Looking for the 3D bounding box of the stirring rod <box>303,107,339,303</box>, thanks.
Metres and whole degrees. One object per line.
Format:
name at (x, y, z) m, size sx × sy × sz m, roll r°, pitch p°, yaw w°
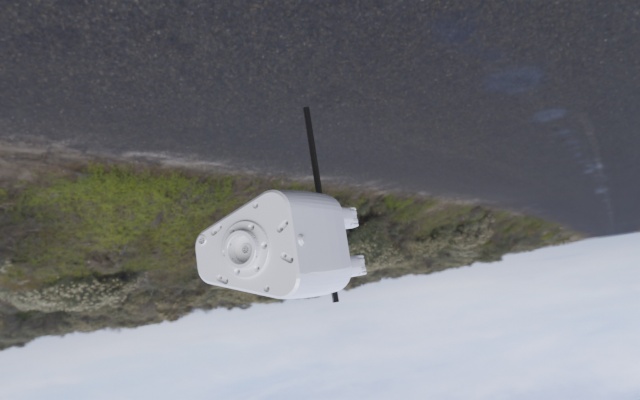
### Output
stirring rod at (0.000, 0.002, 0.578) m, size 0.011 × 0.239 × 0.011 m, roll -9°, pitch -8°, yaw -1°
